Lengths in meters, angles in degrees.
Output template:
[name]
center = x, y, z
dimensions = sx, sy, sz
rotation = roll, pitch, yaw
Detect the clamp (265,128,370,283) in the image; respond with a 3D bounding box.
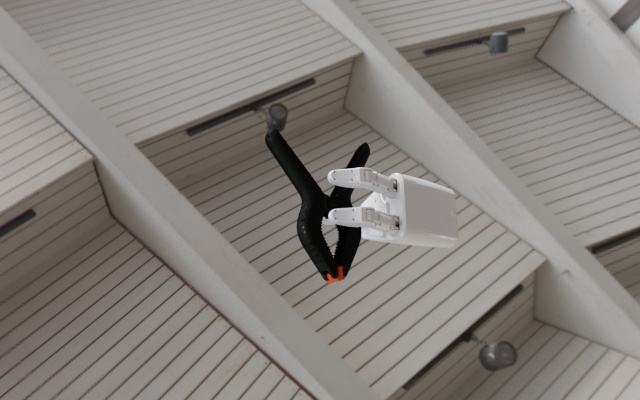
[clamp]
center = 0.000, 0.003, 0.636
dimensions = 0.164, 0.210, 0.036
rotation = 11, -22, -28
